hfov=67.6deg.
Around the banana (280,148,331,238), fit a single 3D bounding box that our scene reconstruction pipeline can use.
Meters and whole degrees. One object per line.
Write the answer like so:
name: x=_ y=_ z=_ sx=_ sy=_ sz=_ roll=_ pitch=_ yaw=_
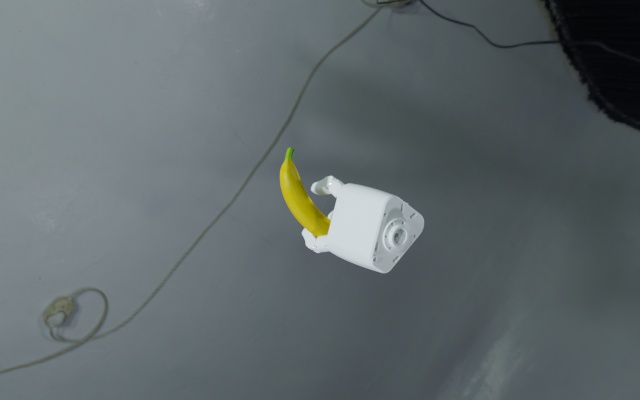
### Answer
banana: x=-0.014 y=0.012 z=0.780 sx=0.069 sy=0.198 sz=0.037 roll=-44 pitch=26 yaw=-26
